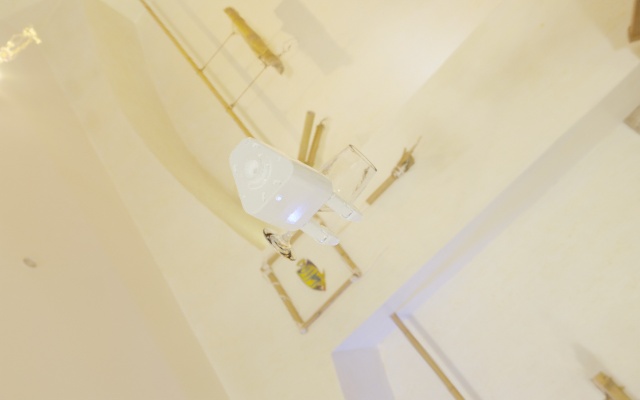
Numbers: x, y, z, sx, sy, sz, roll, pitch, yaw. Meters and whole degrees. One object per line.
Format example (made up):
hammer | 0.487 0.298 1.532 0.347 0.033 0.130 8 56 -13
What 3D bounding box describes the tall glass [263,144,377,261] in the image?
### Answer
tall glass | 0.000 0.003 0.769 0.079 0.201 0.079 42 11 -10
